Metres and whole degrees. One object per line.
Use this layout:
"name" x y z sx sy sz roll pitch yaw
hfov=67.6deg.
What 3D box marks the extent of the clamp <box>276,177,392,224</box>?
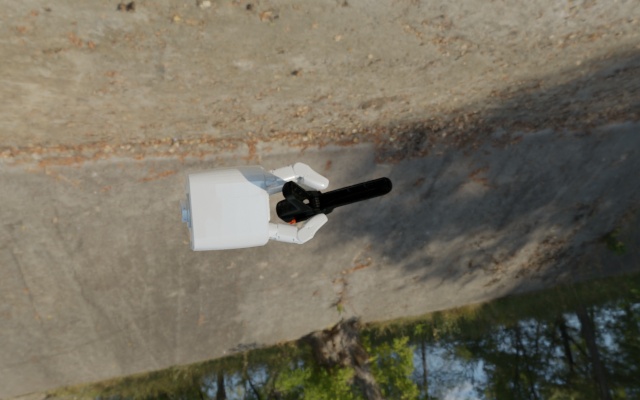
"clamp" 0.000 0.003 0.724 0.164 0.036 0.210 -4 -12 -19
